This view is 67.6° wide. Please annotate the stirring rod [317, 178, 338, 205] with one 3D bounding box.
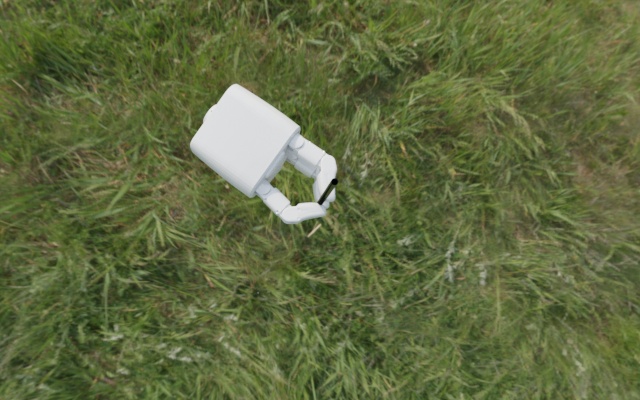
[{"bbox_3d":[0.000,0.002,0.638,0.011,0.011,0.239,0,-11,-7],"label":"stirring rod"}]
